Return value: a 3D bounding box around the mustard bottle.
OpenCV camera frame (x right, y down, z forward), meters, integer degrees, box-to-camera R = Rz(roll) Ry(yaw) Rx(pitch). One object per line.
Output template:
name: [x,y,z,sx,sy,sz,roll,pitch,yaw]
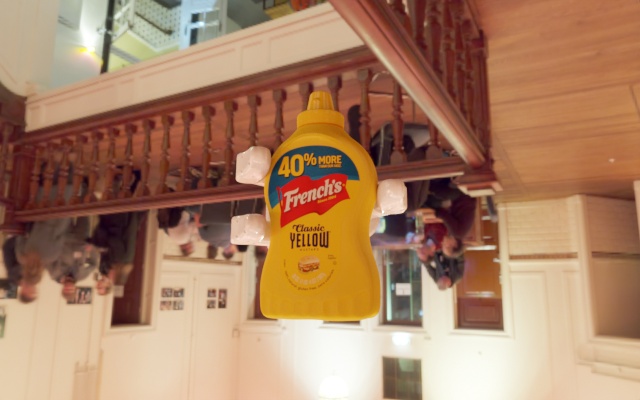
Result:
mustard bottle: [0.000,0.002,0.401,0.096,0.191,0.058,-4,-11,21]
